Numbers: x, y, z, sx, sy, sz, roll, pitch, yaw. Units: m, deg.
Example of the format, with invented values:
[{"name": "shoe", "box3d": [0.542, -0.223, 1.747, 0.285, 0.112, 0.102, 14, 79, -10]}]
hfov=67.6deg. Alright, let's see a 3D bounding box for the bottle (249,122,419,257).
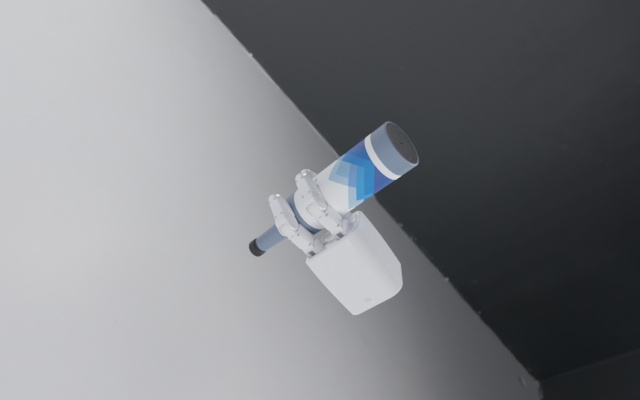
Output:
[{"name": "bottle", "box3d": [0.000, 0.002, 0.673, 0.296, 0.069, 0.069, -36, -20, 31]}]
